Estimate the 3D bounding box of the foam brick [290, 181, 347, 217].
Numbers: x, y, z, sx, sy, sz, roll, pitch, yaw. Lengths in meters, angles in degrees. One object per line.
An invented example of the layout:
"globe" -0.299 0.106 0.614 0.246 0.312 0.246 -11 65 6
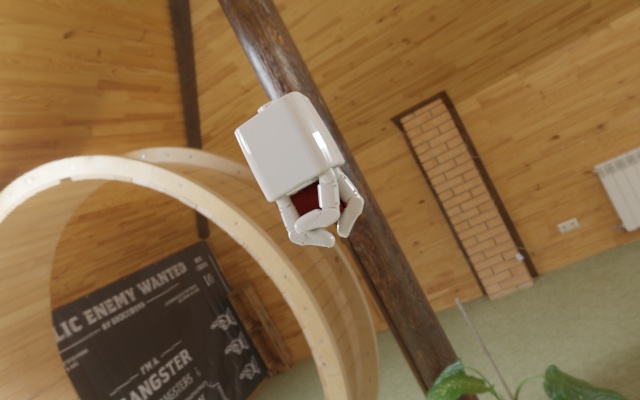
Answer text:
"foam brick" 0.000 0.002 0.654 0.053 0.051 0.078 -29 0 11
